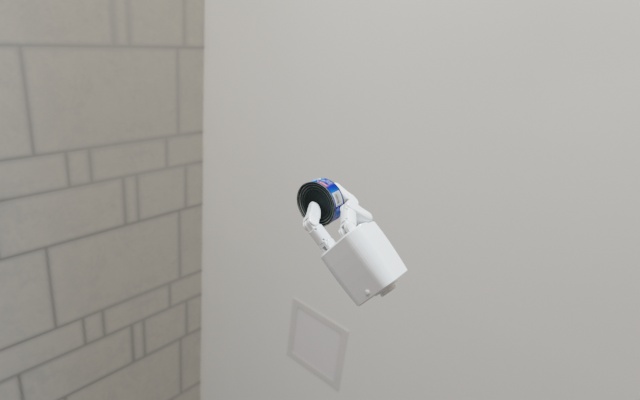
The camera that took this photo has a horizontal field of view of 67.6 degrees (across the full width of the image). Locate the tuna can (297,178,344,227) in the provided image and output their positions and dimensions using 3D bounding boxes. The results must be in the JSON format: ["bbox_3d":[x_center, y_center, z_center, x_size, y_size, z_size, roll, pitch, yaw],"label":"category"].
[{"bbox_3d":[0.000,0.003,0.868,0.086,0.086,0.033,0,17,38],"label":"tuna can"}]
